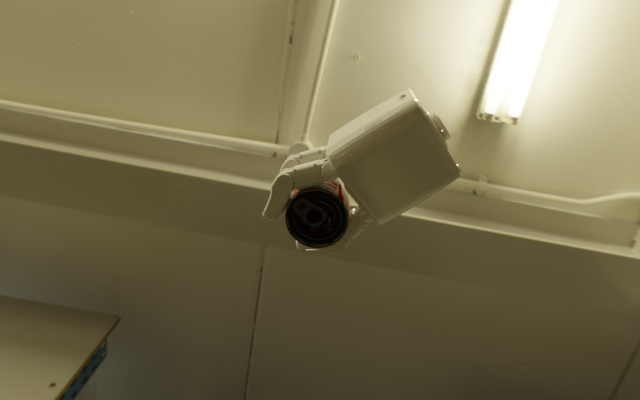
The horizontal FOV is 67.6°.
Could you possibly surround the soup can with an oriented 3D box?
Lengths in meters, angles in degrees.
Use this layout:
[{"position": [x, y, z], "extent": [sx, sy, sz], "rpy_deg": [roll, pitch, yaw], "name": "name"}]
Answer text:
[{"position": [0.000, 0.002, 0.552], "extent": [0.068, 0.068, 0.102], "rpy_deg": [0, 22, 5], "name": "soup can"}]
